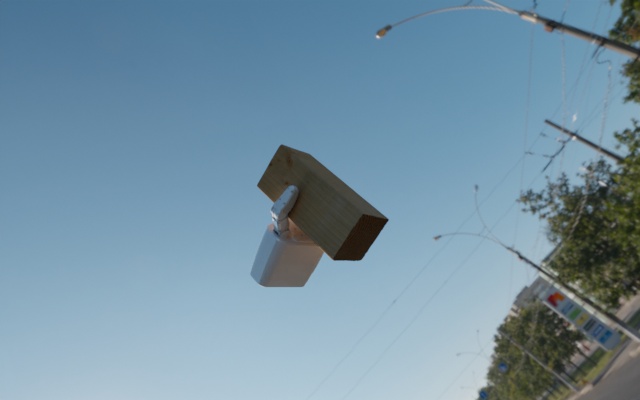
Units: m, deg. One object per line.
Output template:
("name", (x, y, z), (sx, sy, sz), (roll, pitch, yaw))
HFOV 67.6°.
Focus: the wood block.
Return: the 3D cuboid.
("wood block", (0.000, 0.003, 0.805), (0.206, 0.090, 0.091), (41, 17, 31))
